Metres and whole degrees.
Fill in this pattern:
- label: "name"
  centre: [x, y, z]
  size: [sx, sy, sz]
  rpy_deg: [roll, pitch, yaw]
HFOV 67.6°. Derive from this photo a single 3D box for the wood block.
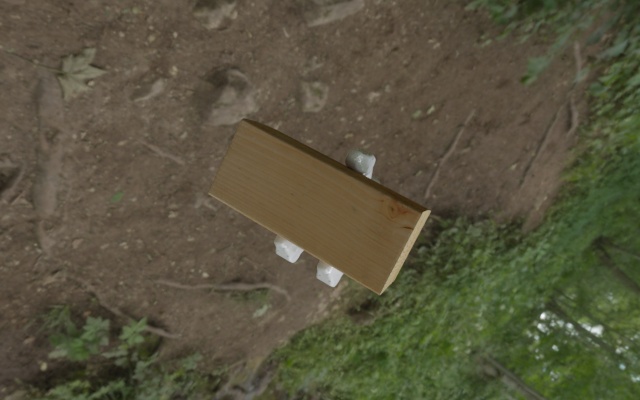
- label: "wood block"
  centre: [0.000, 0.001, 0.506]
  size: [0.206, 0.091, 0.090]
  rpy_deg: [29, 8, 16]
